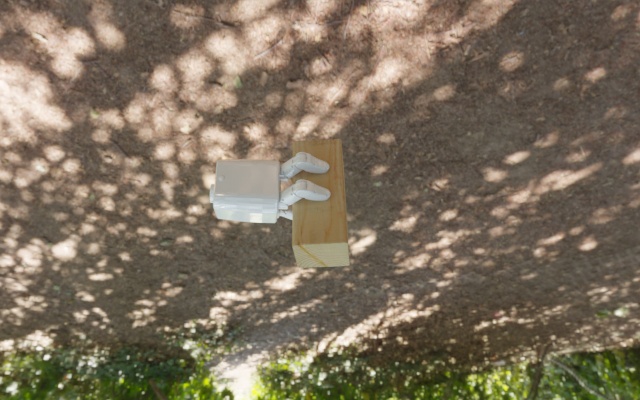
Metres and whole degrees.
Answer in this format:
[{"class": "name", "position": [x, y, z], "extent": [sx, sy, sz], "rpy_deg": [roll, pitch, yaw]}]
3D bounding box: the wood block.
[{"class": "wood block", "position": [0.000, 0.003, 0.828], "extent": [0.090, 0.206, 0.091], "rpy_deg": [-3, -31, 3]}]
